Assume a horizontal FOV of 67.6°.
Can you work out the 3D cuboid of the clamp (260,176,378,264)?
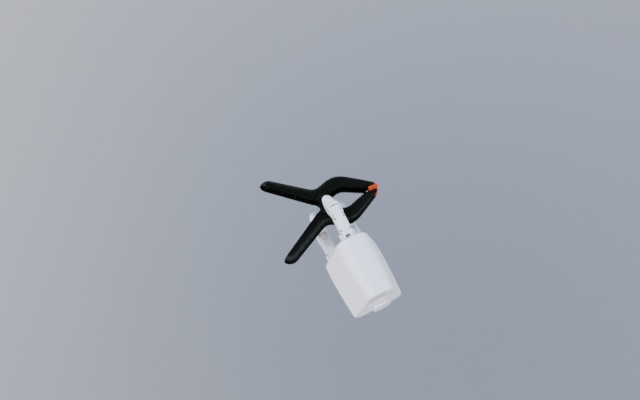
[{"bbox_3d":[0.001,0.002,0.863,0.210,0.164,0.036,-25,-22,-9],"label":"clamp"}]
